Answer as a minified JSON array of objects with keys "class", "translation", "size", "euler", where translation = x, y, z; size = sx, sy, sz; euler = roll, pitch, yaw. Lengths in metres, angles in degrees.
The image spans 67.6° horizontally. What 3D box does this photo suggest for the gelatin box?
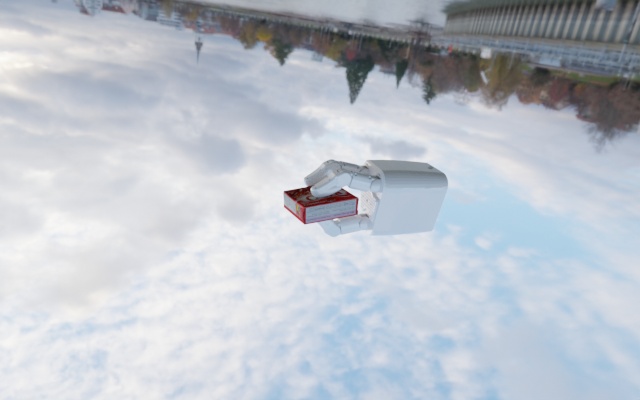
[{"class":"gelatin box","translation":[0.000,0.003,0.695],"size":[0.089,0.030,0.073],"euler":[-10,24,-25]}]
